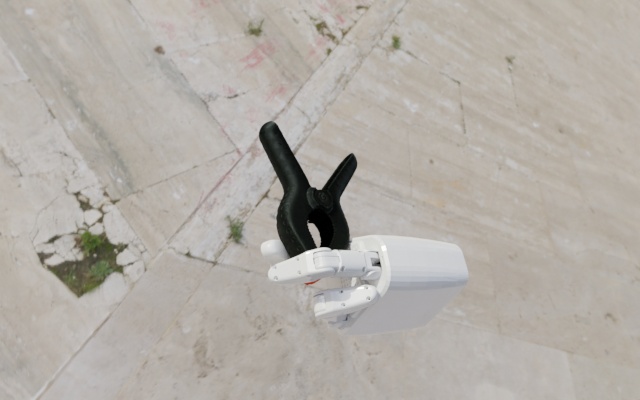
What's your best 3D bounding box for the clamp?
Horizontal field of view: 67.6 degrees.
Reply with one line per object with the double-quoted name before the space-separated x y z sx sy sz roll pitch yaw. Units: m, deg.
"clamp" 0.000 0.001 0.486 0.120 0.171 0.039 6 -29 -30
